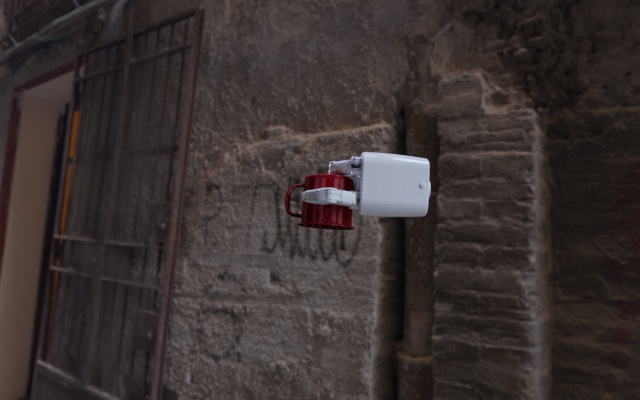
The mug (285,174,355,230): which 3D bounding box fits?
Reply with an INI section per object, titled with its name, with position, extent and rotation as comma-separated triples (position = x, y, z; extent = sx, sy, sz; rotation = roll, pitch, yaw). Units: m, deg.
[mug]
position = -0.001, 0.002, 0.779
extent = 0.117, 0.081, 0.093
rotation = 4, -7, -2
